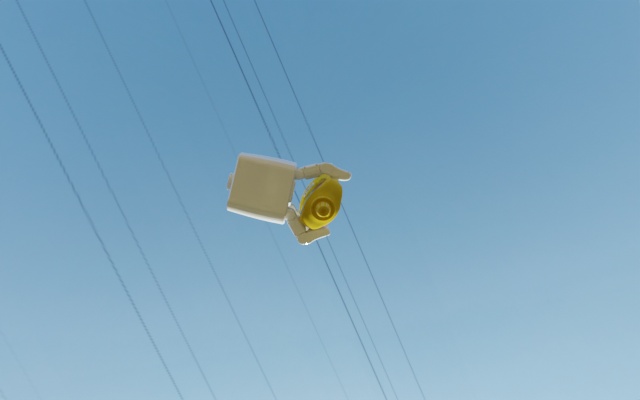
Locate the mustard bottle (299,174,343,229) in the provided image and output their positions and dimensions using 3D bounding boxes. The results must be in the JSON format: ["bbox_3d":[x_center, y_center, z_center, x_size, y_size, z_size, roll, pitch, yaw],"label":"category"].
[{"bbox_3d":[0.000,0.003,0.859,0.058,0.096,0.191,37,5,-7],"label":"mustard bottle"}]
